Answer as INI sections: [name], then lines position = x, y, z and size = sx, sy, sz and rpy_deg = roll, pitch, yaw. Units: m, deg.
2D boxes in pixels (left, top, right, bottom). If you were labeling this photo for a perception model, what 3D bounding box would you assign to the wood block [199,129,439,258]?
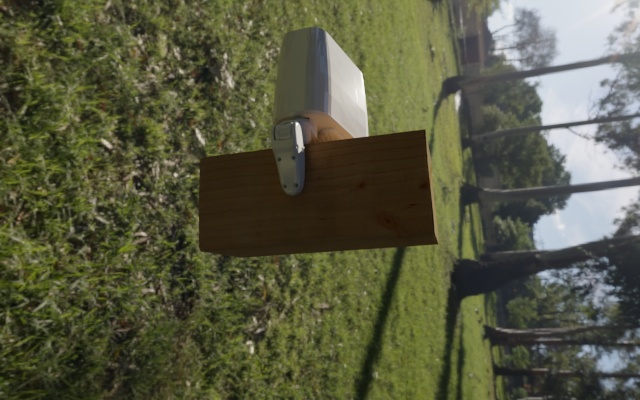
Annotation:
[wood block]
position = 0.000, 0.001, 0.448
size = 0.206, 0.090, 0.091
rpy_deg = -6, -13, 15
